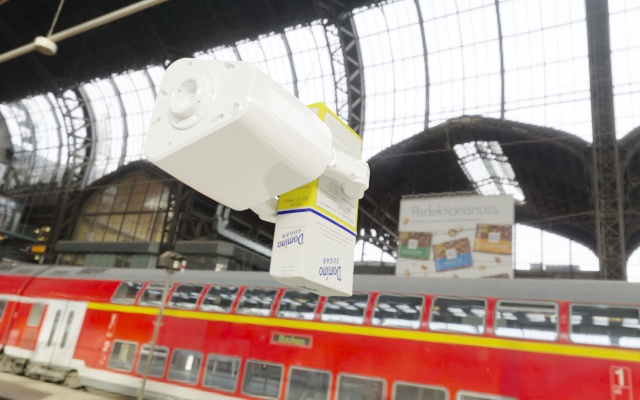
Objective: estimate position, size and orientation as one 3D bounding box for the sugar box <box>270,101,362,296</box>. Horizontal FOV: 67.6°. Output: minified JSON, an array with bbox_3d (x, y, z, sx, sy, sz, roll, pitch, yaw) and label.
[{"bbox_3d":[0.000,0.001,0.483,0.048,0.176,0.093,-4,-22,33],"label":"sugar box"}]
